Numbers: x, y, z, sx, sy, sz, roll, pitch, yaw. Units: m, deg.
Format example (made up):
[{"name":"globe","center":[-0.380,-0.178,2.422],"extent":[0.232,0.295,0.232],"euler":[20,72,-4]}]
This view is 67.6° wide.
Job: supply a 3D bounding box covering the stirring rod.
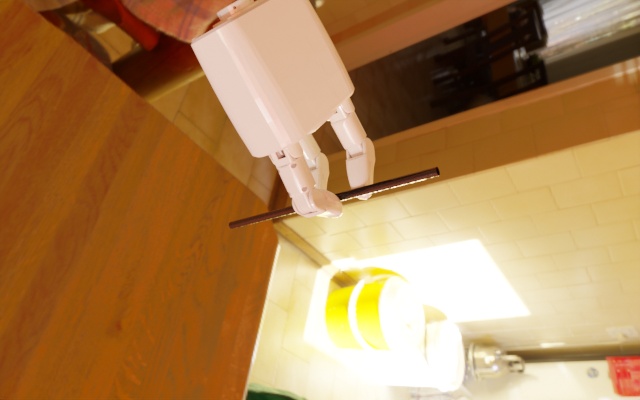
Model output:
[{"name":"stirring rod","center":[0.000,0.002,0.465],"extent":[0.239,0.011,0.011],"euler":[-15,-8,32]}]
